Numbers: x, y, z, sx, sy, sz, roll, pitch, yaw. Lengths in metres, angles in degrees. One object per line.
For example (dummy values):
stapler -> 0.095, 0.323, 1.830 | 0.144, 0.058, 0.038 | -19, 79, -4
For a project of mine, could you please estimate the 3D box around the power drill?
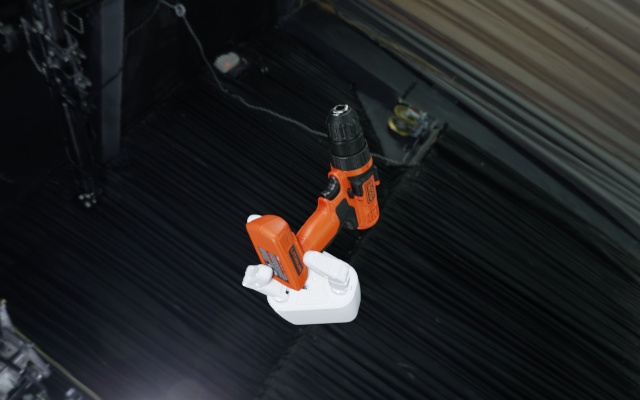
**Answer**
power drill -> 0.000, 0.002, 0.576 | 0.057, 0.185, 0.187 | 21, 52, 39
